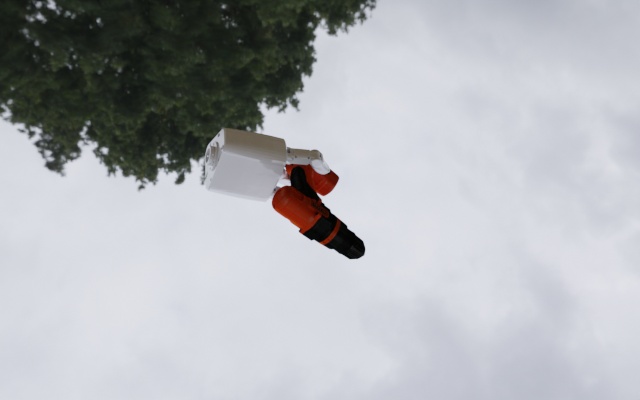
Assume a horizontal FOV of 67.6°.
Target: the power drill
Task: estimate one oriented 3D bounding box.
[{"bbox_3d":[0.000,0.002,0.825,0.184,0.057,0.187,38,23,-23],"label":"power drill"}]
